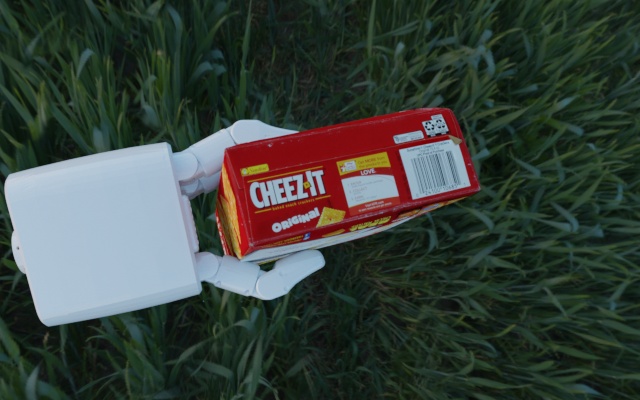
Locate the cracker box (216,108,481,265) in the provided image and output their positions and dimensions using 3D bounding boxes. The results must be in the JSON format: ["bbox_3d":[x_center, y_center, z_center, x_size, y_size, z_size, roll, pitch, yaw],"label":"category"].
[{"bbox_3d":[0.000,0.001,0.402,0.164,0.072,0.214,-13,-8,-16],"label":"cracker box"}]
